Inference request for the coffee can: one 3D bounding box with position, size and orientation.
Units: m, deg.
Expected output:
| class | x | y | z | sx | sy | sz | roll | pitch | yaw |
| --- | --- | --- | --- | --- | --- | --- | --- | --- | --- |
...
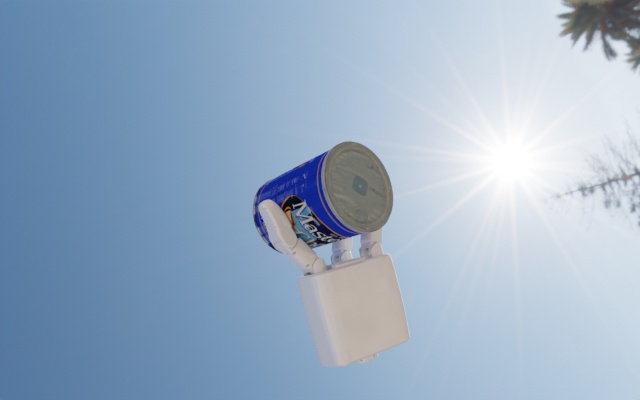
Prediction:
| class | x | y | z | sx | sy | sz | roll | pitch | yaw |
| --- | --- | --- | --- | --- | --- | --- | --- | --- | --- |
| coffee can | 0.000 | 0.002 | 0.566 | 0.103 | 0.102 | 0.140 | 0 | -15 | -41 |
